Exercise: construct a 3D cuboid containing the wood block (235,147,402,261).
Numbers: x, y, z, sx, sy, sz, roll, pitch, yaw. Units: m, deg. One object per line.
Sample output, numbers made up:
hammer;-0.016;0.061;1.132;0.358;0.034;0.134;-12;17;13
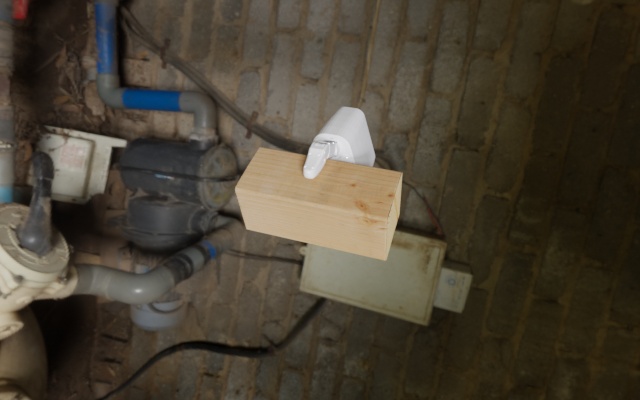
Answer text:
wood block;0.000;0.002;0.659;0.206;0.090;0.091;11;-41;15
